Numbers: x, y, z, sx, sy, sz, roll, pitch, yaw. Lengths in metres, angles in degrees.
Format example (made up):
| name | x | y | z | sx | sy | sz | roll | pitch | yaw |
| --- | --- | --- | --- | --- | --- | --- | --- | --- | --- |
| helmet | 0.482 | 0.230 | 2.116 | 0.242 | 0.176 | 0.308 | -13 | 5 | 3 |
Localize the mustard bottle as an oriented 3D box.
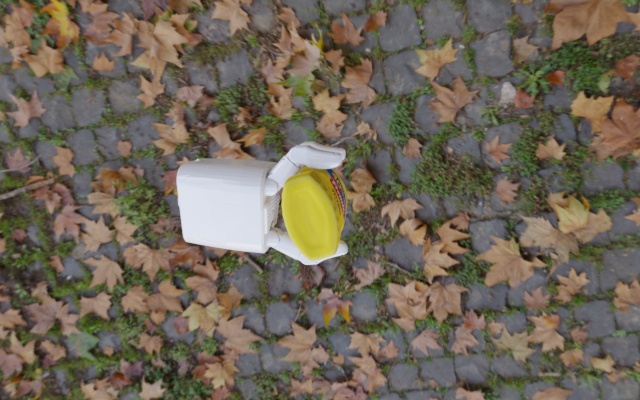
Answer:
| name | x | y | z | sx | sy | sz | roll | pitch | yaw |
| --- | --- | --- | --- | --- | --- | --- | --- | --- | --- |
| mustard bottle | 0.000 | 0.002 | 0.599 | 0.058 | 0.096 | 0.191 | -17 | 9 | 10 |
